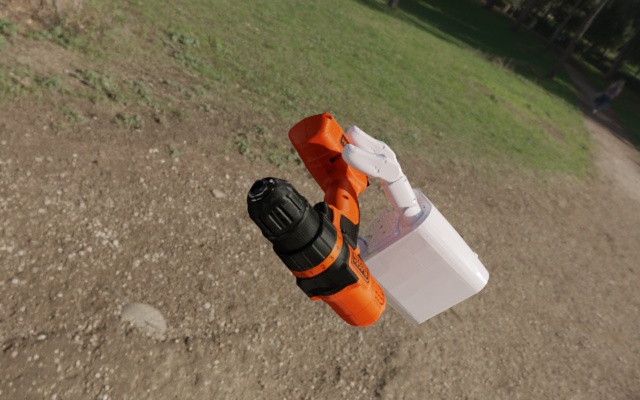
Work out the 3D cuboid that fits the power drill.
[{"bbox_3d":[0.000,0.001,0.449,0.057,0.187,0.184,-20,-50,21],"label":"power drill"}]
